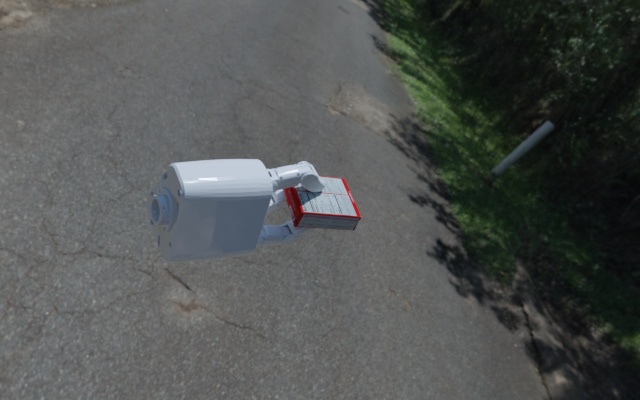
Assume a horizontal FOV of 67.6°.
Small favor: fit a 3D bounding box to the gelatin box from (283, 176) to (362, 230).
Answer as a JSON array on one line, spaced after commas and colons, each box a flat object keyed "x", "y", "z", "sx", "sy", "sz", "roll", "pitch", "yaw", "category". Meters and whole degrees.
[{"x": 0.001, "y": 0.002, "z": 0.622, "sx": 0.089, "sy": 0.073, "sz": 0.030, "roll": 4, "pitch": -46, "yaw": -27, "category": "gelatin box"}]
